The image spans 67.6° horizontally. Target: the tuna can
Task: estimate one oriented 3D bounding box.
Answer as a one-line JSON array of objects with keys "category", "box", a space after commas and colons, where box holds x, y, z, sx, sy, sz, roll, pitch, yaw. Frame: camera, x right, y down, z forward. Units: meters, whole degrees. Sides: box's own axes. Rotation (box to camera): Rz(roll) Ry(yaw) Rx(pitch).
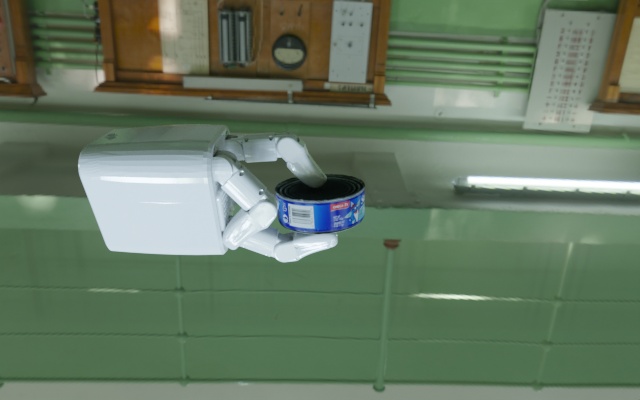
[{"category": "tuna can", "box": [0.000, 0.002, 0.459, 0.086, 0.034, 0.086, -3, 19, 1]}]
